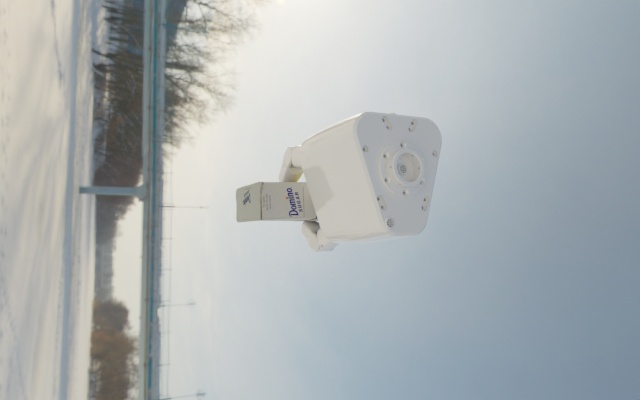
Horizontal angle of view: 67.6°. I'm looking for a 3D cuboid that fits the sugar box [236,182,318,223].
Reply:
[{"bbox_3d":[0.000,0.001,0.549,0.176,0.048,0.093,2,-5,-26],"label":"sugar box"}]
